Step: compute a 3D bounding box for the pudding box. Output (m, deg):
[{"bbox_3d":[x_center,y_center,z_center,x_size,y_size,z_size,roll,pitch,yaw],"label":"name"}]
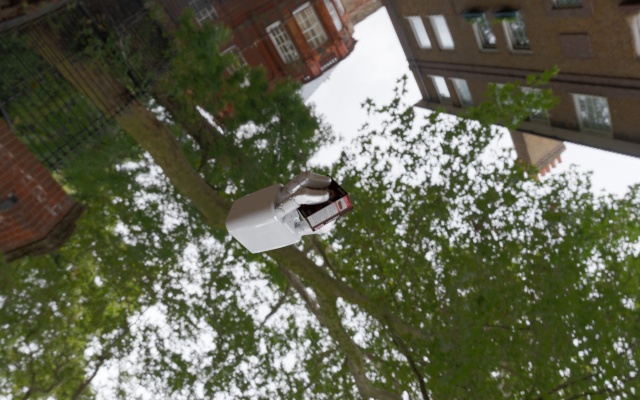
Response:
[{"bbox_3d":[0.000,0.003,0.884,0.090,0.039,0.113,-30,30,-6],"label":"pudding box"}]
